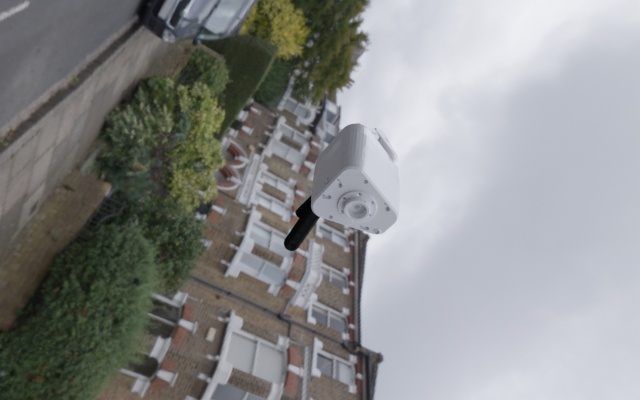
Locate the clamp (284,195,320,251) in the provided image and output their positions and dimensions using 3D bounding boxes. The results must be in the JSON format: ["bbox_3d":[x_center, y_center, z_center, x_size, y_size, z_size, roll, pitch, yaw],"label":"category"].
[{"bbox_3d":[0.001,0.003,0.734,0.039,0.171,0.120,31,34,-13],"label":"clamp"}]
